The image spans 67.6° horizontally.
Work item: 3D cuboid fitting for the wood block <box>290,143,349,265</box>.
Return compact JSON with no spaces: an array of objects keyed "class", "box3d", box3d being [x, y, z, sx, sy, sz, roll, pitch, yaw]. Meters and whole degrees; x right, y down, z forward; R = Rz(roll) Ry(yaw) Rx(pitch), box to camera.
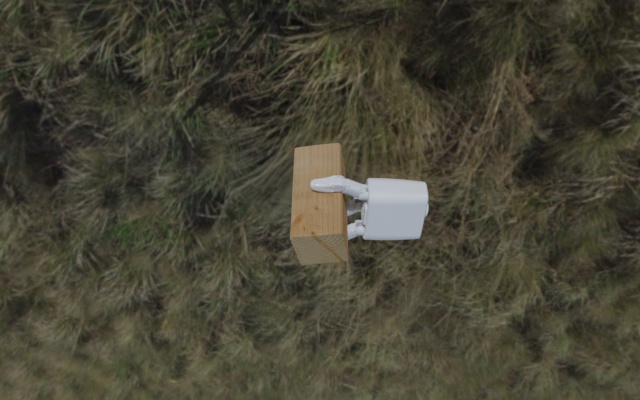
[{"class":"wood block","box3d":[0.000,0.003,0.875,0.090,0.206,0.091,-5,-38,7]}]
